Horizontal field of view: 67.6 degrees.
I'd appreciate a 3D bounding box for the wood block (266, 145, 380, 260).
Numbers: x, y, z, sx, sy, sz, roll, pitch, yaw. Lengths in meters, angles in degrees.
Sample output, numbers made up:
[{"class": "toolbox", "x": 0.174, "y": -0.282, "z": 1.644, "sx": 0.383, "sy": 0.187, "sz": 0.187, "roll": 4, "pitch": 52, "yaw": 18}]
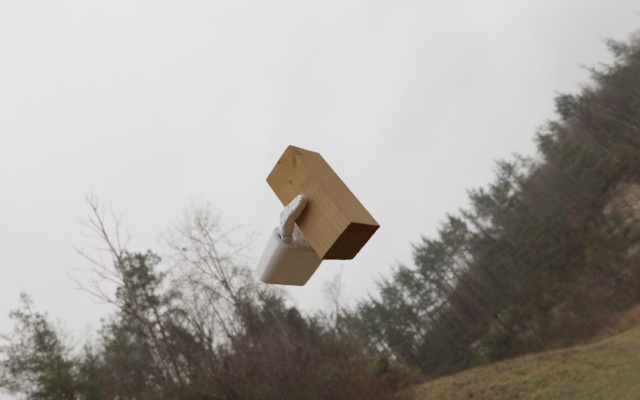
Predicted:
[{"class": "wood block", "x": 0.000, "y": 0.003, "z": 0.865, "sx": 0.091, "sy": 0.090, "sz": 0.206, "roll": 8, "pitch": 36, "yaw": -49}]
